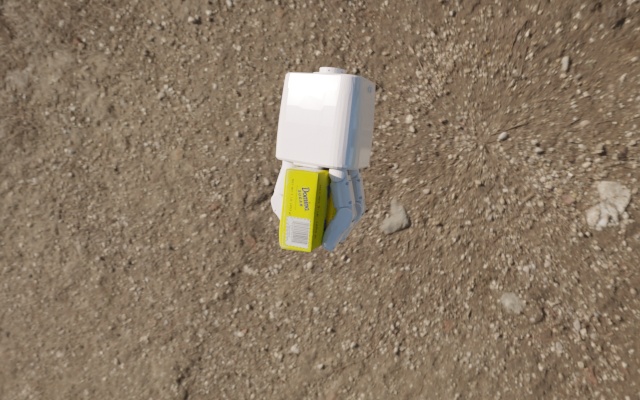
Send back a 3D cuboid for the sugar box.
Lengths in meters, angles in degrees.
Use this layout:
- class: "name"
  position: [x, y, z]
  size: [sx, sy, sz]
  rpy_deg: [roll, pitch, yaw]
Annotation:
- class: "sugar box"
  position: [0.001, 0.002, 0.613]
  size: [0.048, 0.093, 0.176]
  rpy_deg: [9, 10, 17]
